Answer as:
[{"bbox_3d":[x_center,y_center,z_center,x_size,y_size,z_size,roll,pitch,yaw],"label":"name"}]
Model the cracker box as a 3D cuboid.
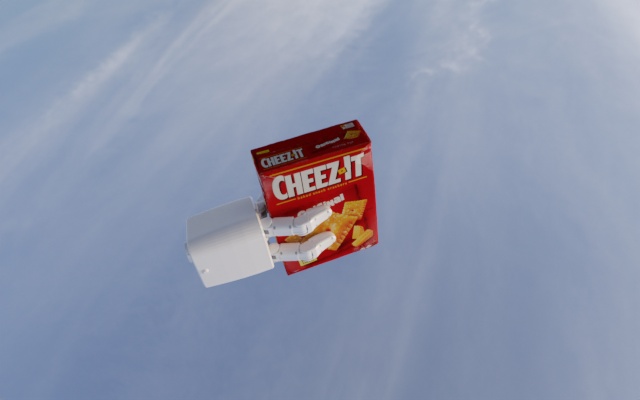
[{"bbox_3d":[0.000,0.002,0.730,0.164,0.214,0.072,-18,43,-9],"label":"cracker box"}]
